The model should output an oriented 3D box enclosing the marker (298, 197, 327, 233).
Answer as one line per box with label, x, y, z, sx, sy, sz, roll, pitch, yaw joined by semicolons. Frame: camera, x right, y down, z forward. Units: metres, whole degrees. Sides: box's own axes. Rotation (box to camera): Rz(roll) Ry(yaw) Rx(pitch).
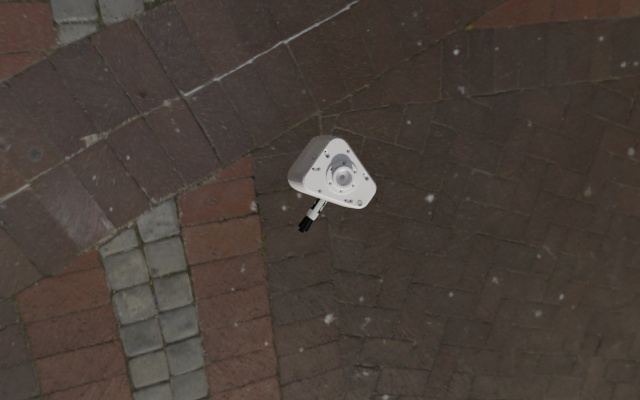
marker;0.000;0.003;0.805;0.020;0.121;0.020;34;-3;2
